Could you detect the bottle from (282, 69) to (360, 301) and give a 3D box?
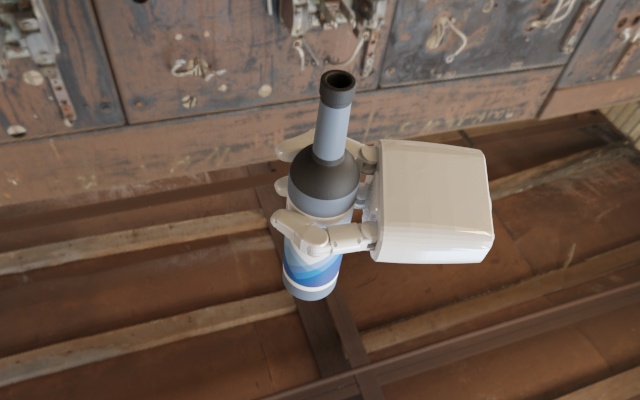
[{"bbox_3d":[0.000,0.002,0.471,0.069,0.069,0.296,0,-38,-7],"label":"bottle"}]
